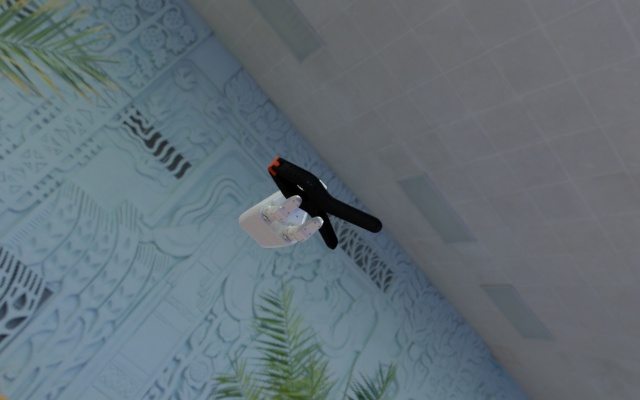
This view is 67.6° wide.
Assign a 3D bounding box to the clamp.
[{"bbox_3d":[0.000,0.002,0.824,0.210,0.036,0.164,46,-33,-16],"label":"clamp"}]
